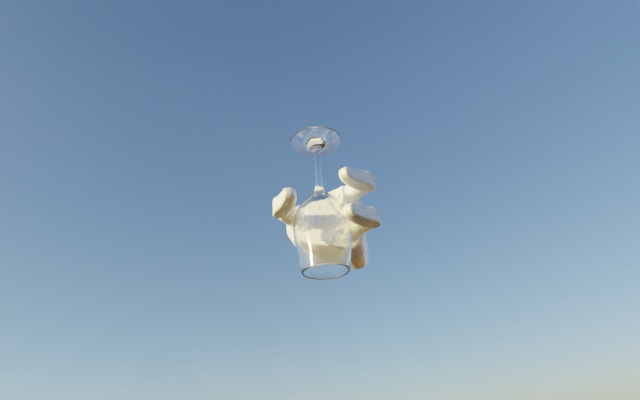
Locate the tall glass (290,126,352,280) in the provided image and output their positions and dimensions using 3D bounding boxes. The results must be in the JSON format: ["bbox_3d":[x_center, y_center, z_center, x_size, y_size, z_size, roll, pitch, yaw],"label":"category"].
[{"bbox_3d":[0.000,0.001,0.648,0.079,0.201,0.079,-3,-28,-2],"label":"tall glass"}]
